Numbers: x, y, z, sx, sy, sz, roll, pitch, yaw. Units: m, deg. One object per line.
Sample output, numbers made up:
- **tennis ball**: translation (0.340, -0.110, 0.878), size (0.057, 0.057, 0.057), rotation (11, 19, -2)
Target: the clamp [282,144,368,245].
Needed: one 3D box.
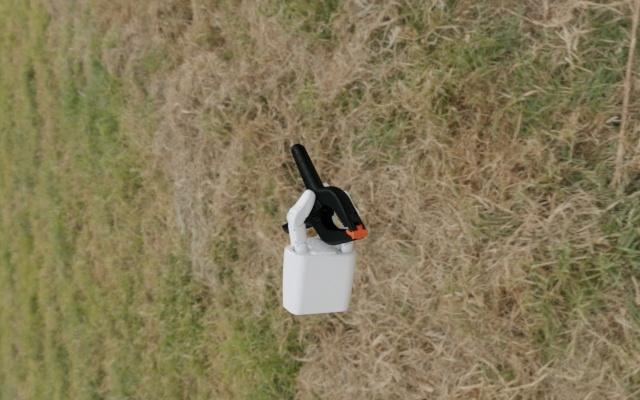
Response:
- **clamp**: translation (0.000, 0.003, 0.770), size (0.036, 0.164, 0.210), rotation (-8, 20, -34)
